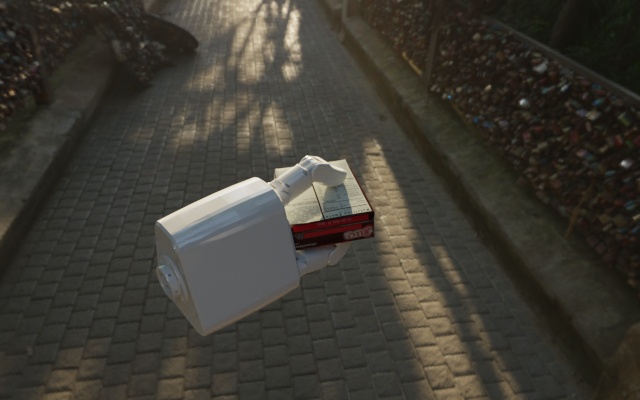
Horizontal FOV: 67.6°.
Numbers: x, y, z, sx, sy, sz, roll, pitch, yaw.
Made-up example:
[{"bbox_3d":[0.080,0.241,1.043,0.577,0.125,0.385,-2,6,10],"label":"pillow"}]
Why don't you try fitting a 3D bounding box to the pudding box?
[{"bbox_3d":[0.000,0.002,0.514,0.090,0.039,0.113,-8,37,-9],"label":"pudding box"}]
